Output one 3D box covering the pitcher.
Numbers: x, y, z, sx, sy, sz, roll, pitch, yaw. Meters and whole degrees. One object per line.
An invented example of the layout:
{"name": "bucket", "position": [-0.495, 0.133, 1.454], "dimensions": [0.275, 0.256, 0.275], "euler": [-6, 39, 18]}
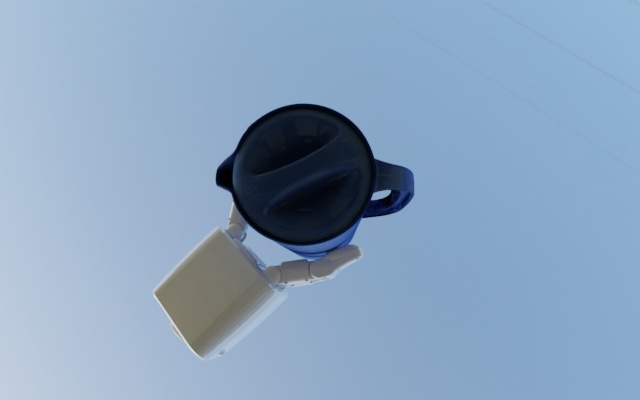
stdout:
{"name": "pitcher", "position": [0.000, 0.002, 0.536], "dimensions": [0.149, 0.145, 0.243], "euler": [44, -7, 12]}
